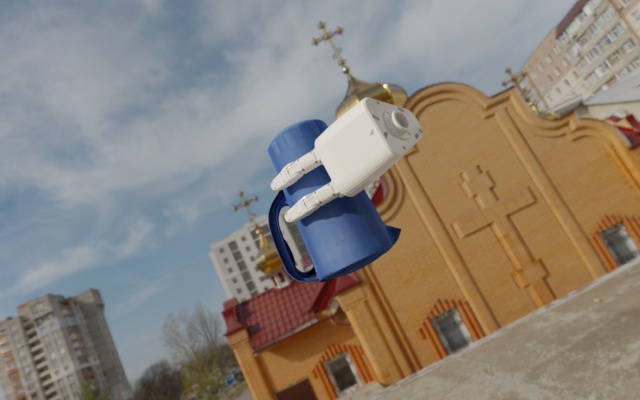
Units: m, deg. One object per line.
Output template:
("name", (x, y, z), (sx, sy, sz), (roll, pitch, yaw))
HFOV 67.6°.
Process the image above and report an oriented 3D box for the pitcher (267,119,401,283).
("pitcher", (0.000, 0.002, 0.757), (0.149, 0.242, 0.145), (-13, -18, -45))
